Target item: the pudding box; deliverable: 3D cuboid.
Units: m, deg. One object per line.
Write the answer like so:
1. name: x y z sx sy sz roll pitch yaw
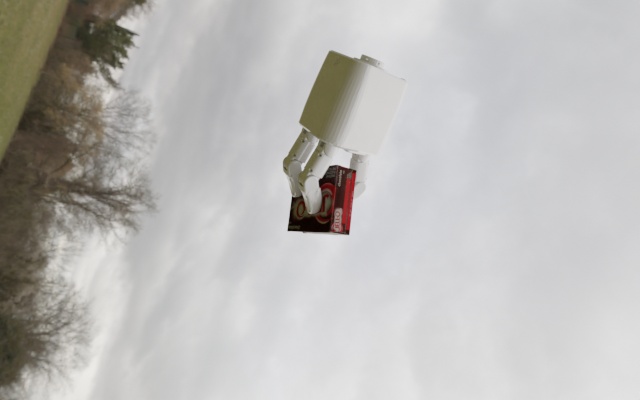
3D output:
1. pudding box: 0.000 0.002 0.665 0.039 0.090 0.113 12 -9 -31
